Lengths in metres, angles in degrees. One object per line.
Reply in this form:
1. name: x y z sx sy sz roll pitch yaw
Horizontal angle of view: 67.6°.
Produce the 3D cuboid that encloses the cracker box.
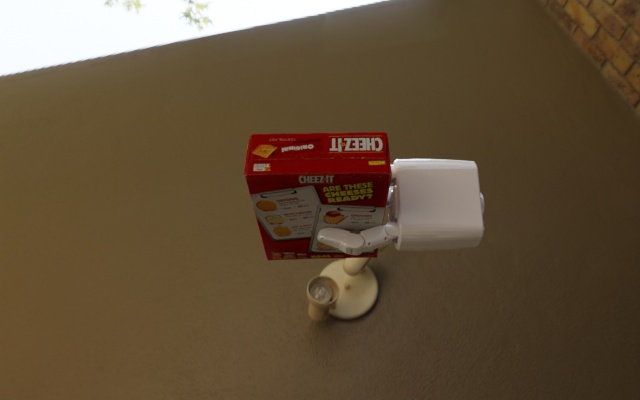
1. cracker box: 0.000 0.002 0.625 0.164 0.072 0.214 -1 -33 1
